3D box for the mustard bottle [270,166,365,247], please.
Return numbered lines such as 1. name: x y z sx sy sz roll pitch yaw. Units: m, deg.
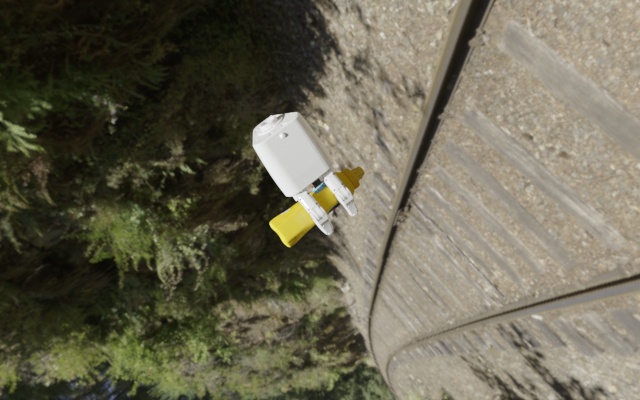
1. mustard bottle: 0.000 0.003 0.852 0.191 0.058 0.096 -39 1 -8
